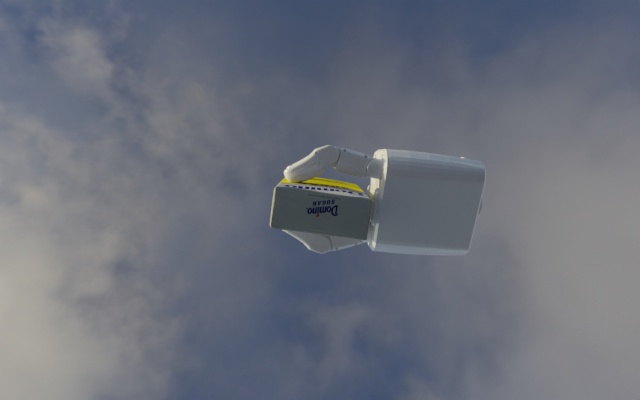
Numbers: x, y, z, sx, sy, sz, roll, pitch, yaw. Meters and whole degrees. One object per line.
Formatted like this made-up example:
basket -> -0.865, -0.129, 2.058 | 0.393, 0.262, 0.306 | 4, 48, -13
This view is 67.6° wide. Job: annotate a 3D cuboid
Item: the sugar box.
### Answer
sugar box -> 0.000, 0.001, 0.520 | 0.093, 0.048, 0.176 | 8, 4, -2
